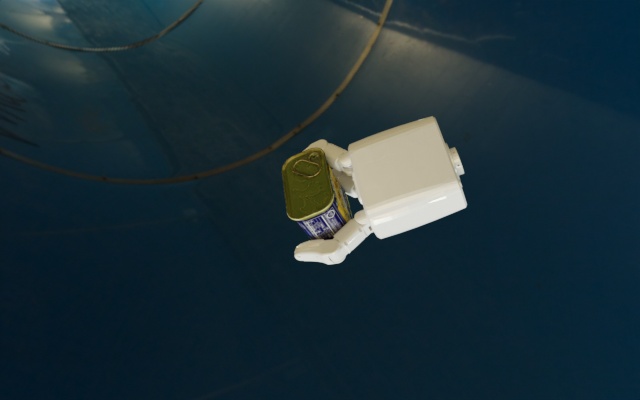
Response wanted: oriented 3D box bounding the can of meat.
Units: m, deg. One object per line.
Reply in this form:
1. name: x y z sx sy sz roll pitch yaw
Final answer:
1. can of meat: 0.000 0.002 0.575 0.057 0.102 0.084 -22 -43 12
